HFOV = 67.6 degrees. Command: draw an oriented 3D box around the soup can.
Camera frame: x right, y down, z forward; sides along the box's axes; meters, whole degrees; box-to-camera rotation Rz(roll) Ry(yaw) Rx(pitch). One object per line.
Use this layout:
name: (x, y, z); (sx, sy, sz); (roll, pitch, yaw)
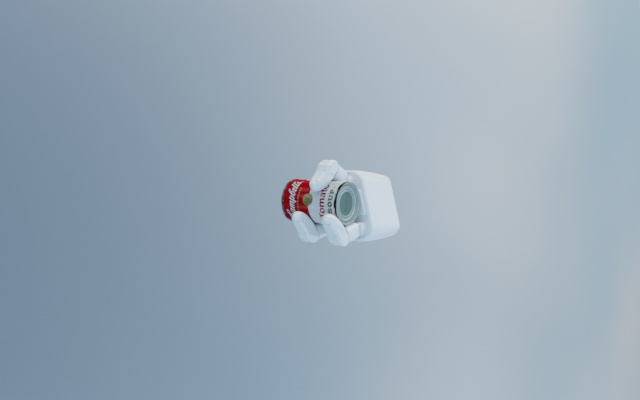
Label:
soup can: (0.000, 0.002, 0.729); (0.102, 0.068, 0.068); (4, 3, 36)
